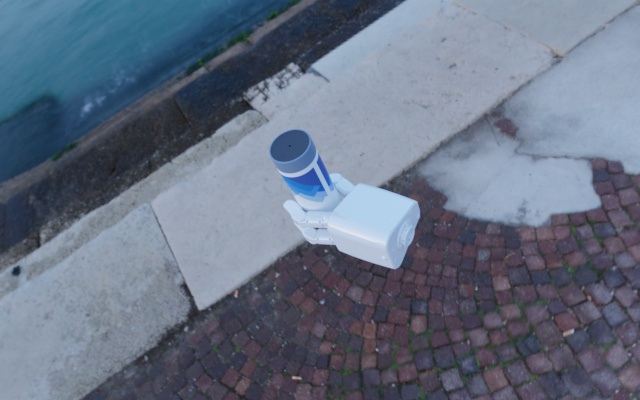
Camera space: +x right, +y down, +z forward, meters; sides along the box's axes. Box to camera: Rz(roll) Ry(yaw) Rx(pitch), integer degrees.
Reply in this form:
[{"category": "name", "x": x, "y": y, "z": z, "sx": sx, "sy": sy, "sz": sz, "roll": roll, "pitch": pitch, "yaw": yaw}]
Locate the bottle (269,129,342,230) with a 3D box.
[{"category": "bottle", "x": 0.000, "y": 0.002, "z": 0.813, "sx": 0.069, "sy": 0.069, "sz": 0.296, "roll": 0, "pitch": -34, "yaw": 22}]
